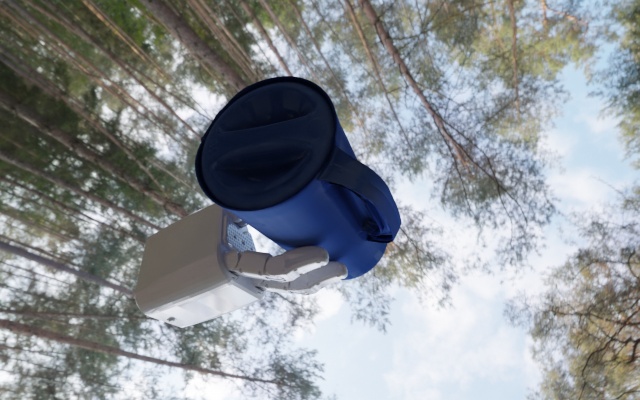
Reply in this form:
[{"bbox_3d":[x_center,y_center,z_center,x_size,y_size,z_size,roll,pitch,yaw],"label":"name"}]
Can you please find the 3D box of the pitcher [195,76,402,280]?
[{"bbox_3d":[0.000,0.002,0.490,0.145,0.149,0.243,-25,-33,10],"label":"pitcher"}]
